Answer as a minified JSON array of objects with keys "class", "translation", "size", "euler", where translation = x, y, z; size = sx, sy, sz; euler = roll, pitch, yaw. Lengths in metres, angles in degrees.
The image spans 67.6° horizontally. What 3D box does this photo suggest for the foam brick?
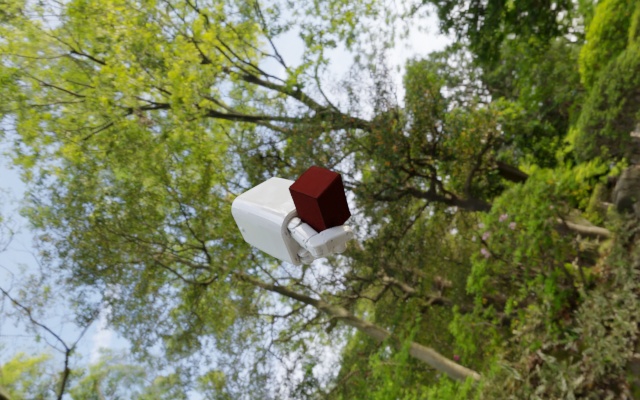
[{"class":"foam brick","translation":[0.000,0.002,0.635],"size":[0.051,0.078,0.053],"euler":[22,54,36]}]
